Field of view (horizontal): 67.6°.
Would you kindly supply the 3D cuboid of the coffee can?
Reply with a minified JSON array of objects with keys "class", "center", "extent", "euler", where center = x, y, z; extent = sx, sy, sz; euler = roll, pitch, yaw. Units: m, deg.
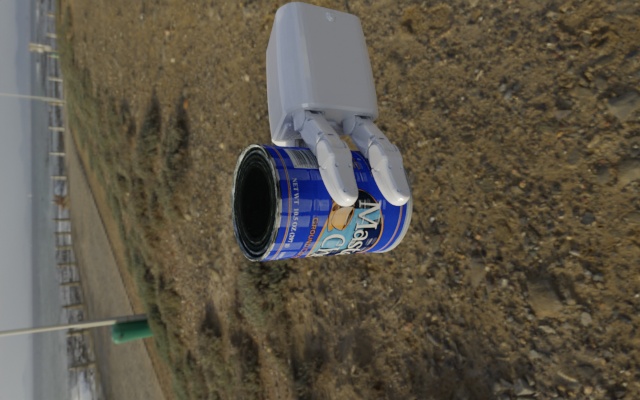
[{"class":"coffee can","center":[0.000,0.002,0.450],"extent":[0.140,0.103,0.103],"euler":[0,0,-31]}]
